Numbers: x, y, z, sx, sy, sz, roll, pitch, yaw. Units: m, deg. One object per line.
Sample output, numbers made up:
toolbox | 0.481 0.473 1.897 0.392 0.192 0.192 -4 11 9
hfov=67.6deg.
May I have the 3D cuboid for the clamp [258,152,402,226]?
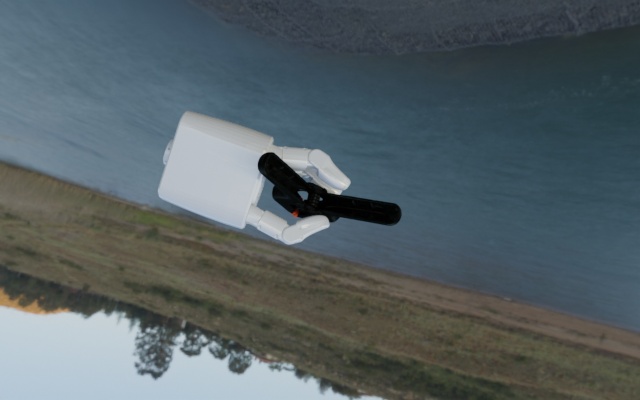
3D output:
clamp | 0.000 0.003 0.589 0.164 0.036 0.210 22 -11 -4
